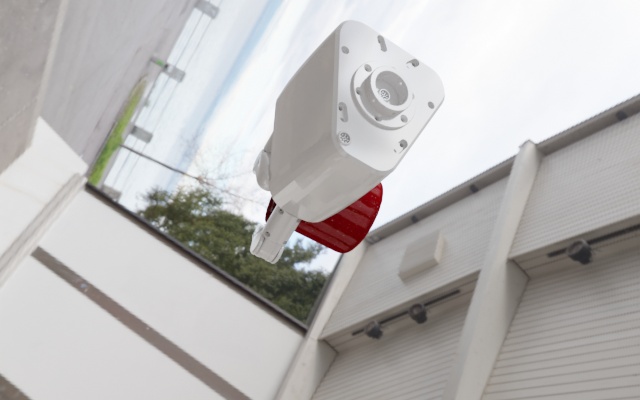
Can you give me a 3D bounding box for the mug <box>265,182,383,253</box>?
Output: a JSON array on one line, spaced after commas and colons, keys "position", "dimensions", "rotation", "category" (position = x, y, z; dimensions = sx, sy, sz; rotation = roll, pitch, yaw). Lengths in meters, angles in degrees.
[{"position": [0.000, 0.002, 0.461], "dimensions": [0.081, 0.093, 0.117], "rotation": [28, -26, -15], "category": "mug"}]
